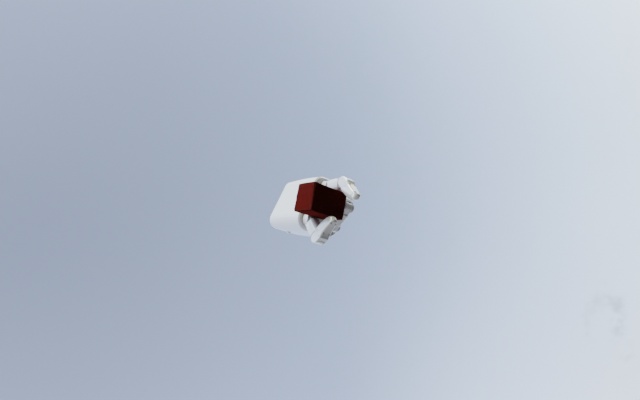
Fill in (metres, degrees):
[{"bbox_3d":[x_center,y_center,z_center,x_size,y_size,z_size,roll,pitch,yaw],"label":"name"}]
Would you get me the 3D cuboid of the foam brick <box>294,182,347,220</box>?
[{"bbox_3d":[0.000,0.003,0.859,0.078,0.053,0.051,20,-14,-37],"label":"foam brick"}]
